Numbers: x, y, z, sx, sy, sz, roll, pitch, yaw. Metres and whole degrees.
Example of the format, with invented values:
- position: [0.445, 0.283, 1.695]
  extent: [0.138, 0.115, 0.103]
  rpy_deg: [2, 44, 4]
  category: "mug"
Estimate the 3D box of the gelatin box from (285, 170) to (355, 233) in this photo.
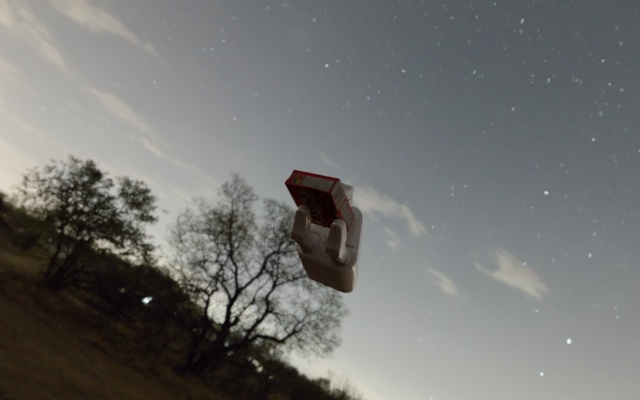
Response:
- position: [0.000, 0.002, 0.652]
  extent: [0.073, 0.030, 0.089]
  rpy_deg: [14, -33, 30]
  category: "gelatin box"
